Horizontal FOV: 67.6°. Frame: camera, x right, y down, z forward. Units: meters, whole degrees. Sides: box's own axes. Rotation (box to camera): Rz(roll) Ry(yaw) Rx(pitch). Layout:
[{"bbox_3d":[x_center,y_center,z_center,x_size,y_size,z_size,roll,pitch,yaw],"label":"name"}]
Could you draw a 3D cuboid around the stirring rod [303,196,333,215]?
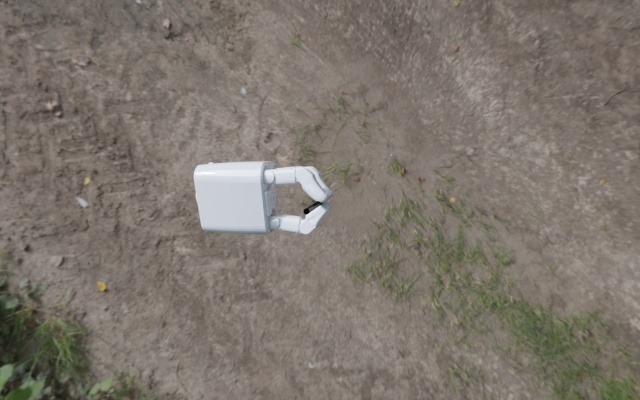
[{"bbox_3d":[0.000,0.002,0.707,0.011,0.011,0.239,0,5,8],"label":"stirring rod"}]
